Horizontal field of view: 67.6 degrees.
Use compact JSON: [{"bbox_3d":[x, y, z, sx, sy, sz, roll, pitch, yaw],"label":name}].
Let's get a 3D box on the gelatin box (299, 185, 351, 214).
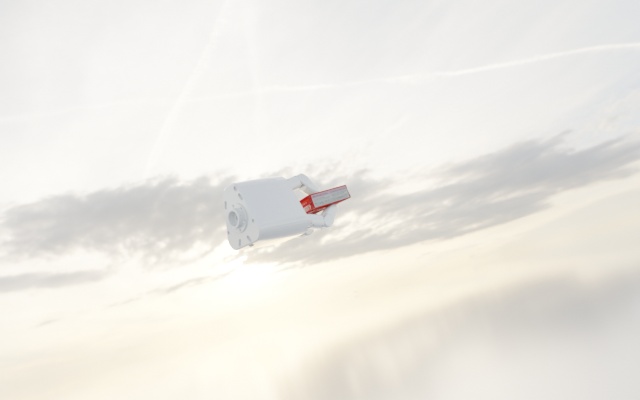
[{"bbox_3d":[0.000,0.002,0.894,0.089,0.030,0.073,-17,-6,-34],"label":"gelatin box"}]
